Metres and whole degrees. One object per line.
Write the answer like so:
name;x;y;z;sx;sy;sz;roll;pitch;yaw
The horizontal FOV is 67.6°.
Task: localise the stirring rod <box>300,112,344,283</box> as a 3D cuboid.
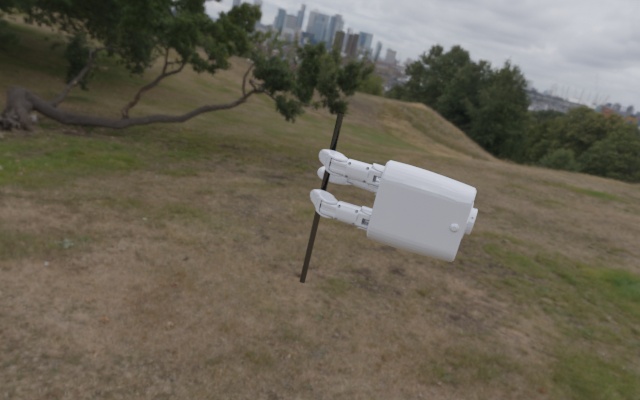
stirring rod;0.000;0.002;0.635;0.011;0.239;0.011;12;18;-4
